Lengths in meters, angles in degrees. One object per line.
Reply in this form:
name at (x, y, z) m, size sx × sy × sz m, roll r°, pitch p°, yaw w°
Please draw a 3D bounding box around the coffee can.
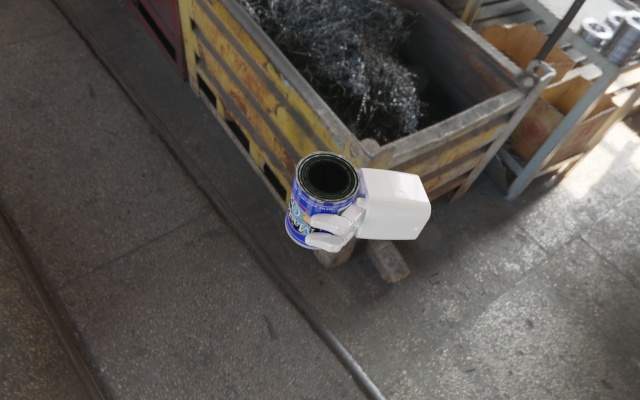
coffee can at (0.000, 0.003, 0.791) m, size 0.103 × 0.102 × 0.140 m, roll 0°, pitch -35°, yaw -12°
